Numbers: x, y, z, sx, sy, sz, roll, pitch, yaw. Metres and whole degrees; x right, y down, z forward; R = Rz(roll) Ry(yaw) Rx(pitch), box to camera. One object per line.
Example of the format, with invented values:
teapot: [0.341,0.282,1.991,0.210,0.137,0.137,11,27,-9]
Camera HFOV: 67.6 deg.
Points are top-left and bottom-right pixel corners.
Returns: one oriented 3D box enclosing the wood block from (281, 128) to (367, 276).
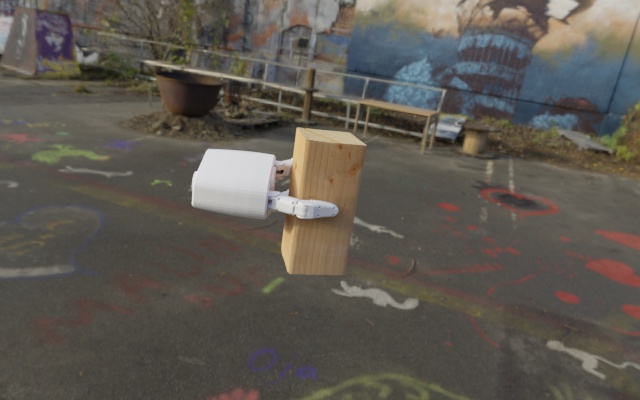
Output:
wood block: [0.000,0.002,0.731,0.090,0.206,0.090,4,19,-14]
